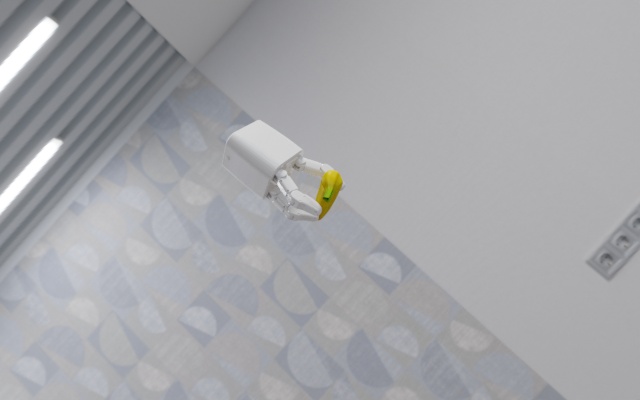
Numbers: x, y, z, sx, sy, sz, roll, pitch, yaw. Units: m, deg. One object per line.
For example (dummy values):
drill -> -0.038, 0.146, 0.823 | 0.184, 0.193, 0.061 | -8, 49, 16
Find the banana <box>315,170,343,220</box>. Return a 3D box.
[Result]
banana -> 0.010, -0.013, 0.849 | 0.037, 0.069, 0.198 | 33, -12, 4
